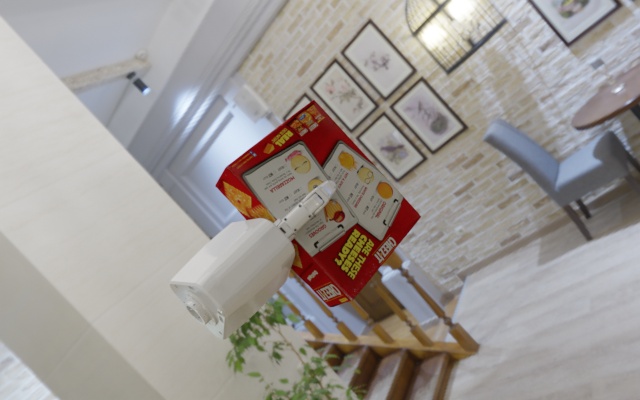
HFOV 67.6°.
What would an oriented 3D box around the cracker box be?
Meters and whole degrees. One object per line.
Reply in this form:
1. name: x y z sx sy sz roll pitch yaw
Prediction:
1. cracker box: 0.000 0.002 0.614 0.164 0.214 0.072 -44 3 -31
